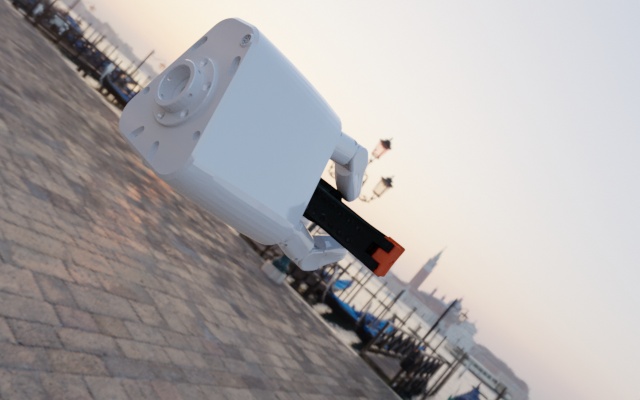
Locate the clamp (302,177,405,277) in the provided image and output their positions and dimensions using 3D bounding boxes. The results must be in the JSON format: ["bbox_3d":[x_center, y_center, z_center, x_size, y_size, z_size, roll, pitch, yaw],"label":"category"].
[{"bbox_3d":[0.001,0.001,0.429,0.210,0.036,0.165,39,3,38],"label":"clamp"}]
